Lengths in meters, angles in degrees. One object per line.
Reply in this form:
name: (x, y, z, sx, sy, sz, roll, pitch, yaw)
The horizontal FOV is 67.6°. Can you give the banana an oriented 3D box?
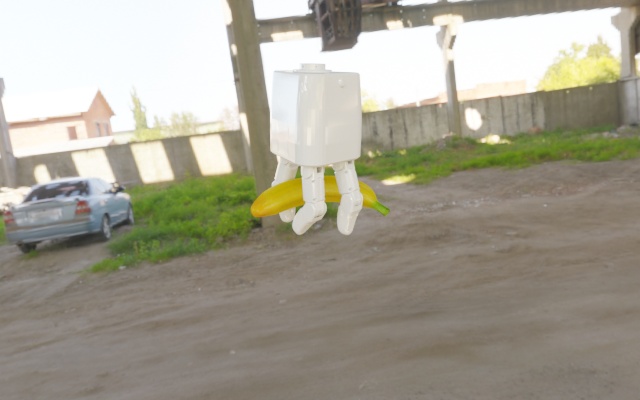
banana: (-0.003, -0.007, 0.646, 0.198, 0.037, 0.069, -1, 30, -23)
